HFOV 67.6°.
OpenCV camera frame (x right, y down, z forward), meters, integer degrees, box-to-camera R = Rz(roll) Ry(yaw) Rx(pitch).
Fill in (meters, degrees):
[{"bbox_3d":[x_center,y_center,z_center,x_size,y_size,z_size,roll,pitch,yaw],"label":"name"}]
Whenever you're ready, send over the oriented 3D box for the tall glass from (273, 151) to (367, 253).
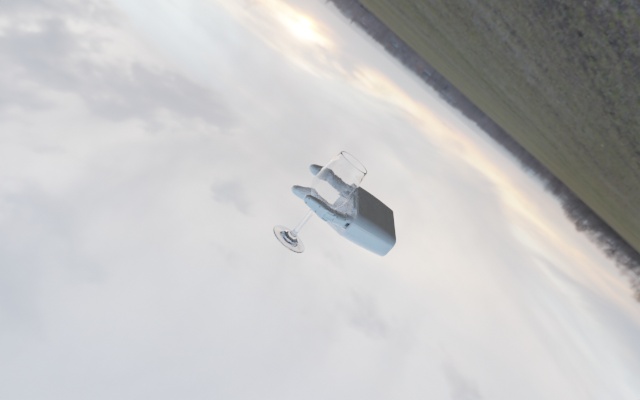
[{"bbox_3d":[0.000,0.003,0.889,0.079,0.201,0.079,35,19,-14],"label":"tall glass"}]
